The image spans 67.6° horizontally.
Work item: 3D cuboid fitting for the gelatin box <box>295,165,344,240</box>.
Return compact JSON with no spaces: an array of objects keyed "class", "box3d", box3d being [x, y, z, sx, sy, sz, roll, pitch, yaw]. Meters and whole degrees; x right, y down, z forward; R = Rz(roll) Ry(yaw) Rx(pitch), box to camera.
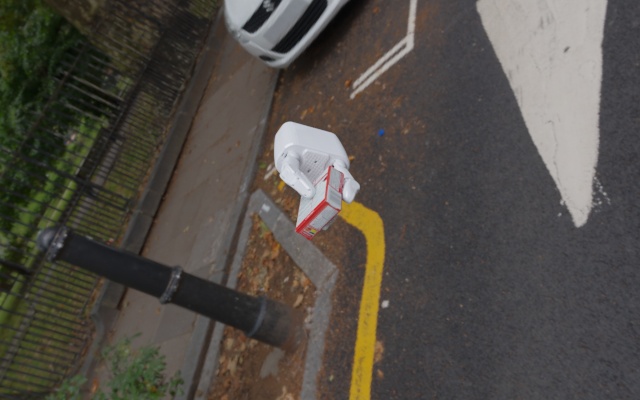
[{"class":"gelatin box","box3d":[0.000,0.002,0.683,0.030,0.089,0.073,33,-56,-18]}]
